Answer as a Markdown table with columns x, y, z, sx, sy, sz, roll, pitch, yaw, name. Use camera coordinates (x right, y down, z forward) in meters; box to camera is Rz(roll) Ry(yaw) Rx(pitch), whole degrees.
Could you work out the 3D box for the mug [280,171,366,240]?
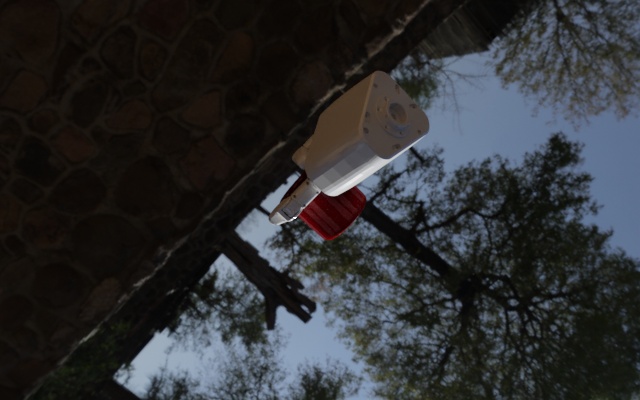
| x | y | z | sx | sy | sz | roll | pitch | yaw | name |
| --- | --- | --- | --- | --- | --- | --- | --- | --- | --- |
| -0.001 | 0.003 | 0.645 | 0.117 | 0.081 | 0.093 | -33 | 17 | 52 | mug |
